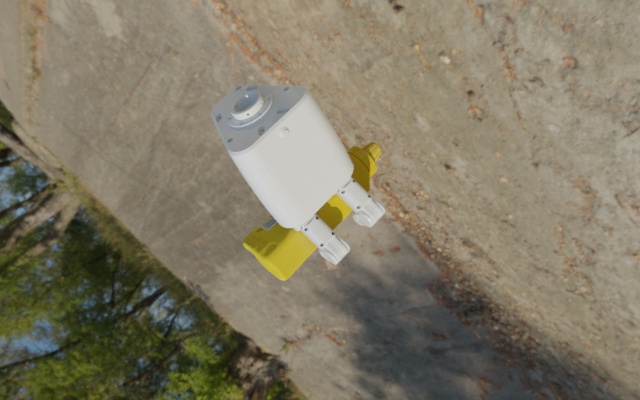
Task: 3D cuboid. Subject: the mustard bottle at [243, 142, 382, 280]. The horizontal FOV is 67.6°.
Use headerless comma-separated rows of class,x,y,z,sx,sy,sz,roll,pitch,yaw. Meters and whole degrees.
mustard bottle,0.000,0.002,0.548,0.191,0.058,0.096,-45,19,-12
